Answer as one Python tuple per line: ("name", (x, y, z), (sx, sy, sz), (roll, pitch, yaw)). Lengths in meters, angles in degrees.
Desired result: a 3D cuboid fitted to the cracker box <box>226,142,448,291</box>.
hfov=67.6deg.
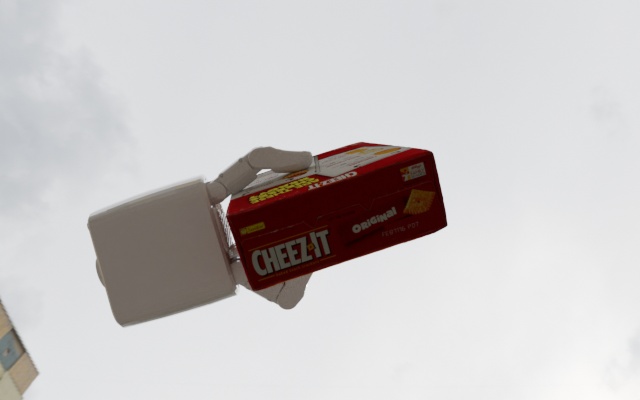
("cracker box", (0.000, 0.001, 0.459), (0.164, 0.072, 0.213), (-18, 12, -6))
